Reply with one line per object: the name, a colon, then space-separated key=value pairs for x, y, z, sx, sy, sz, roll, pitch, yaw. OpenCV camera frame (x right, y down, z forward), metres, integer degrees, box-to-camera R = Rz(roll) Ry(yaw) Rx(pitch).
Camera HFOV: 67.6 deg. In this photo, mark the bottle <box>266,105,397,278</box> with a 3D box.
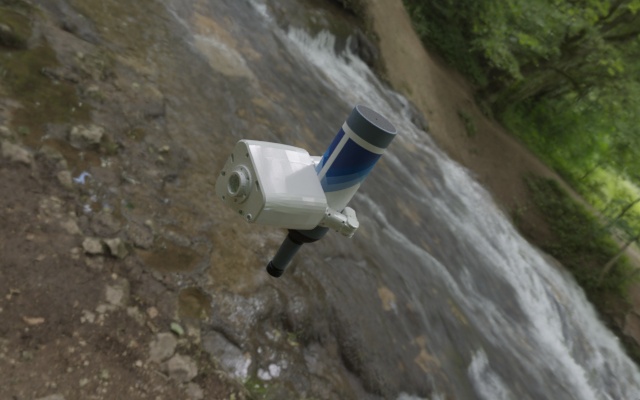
bottle: x=0.000 y=0.002 z=0.695 sx=0.069 sy=0.296 sz=0.069 roll=27 pitch=26 yaw=-14
